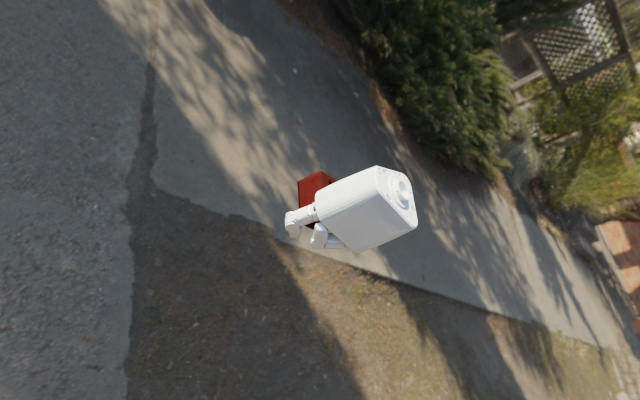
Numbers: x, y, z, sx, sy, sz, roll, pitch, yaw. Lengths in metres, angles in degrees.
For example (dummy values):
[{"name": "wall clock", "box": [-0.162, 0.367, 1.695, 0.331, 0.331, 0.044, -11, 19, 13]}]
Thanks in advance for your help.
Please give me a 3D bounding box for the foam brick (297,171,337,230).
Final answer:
[{"name": "foam brick", "box": [0.000, 0.002, 0.755, 0.051, 0.078, 0.053, -26, -36, 32]}]
